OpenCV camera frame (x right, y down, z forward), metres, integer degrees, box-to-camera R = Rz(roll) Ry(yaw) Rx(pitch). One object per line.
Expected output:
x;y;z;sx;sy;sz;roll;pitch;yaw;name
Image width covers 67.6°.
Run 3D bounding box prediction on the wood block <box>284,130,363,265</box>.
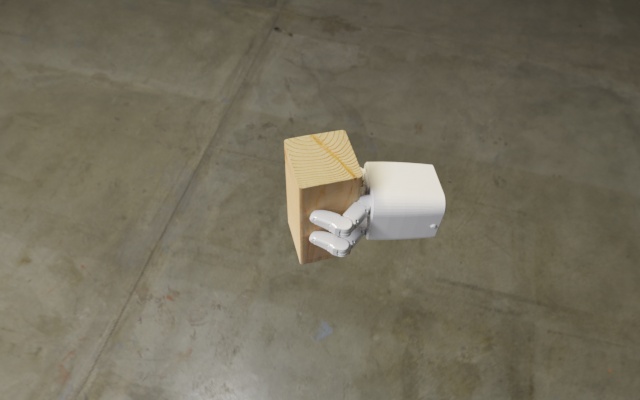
0.000;0.002;0.724;0.090;0.090;0.206;-11;-35;-10;wood block
